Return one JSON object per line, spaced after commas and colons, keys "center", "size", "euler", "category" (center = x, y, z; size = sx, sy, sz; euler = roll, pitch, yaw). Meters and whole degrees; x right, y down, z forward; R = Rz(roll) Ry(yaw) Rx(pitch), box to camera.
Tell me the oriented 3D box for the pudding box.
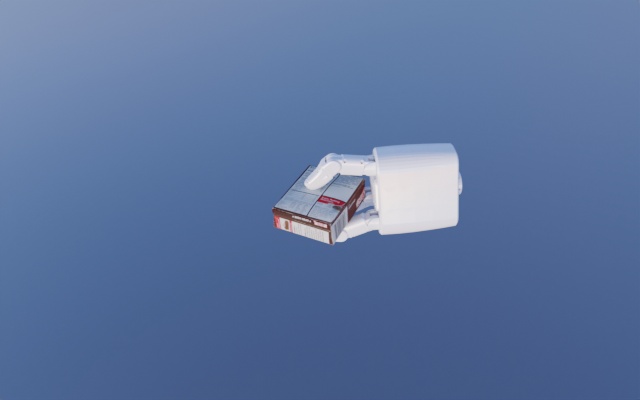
{"center": [0.000, 0.002, 0.652], "size": [0.090, 0.039, 0.113], "euler": [14, 40, 23], "category": "pudding box"}
